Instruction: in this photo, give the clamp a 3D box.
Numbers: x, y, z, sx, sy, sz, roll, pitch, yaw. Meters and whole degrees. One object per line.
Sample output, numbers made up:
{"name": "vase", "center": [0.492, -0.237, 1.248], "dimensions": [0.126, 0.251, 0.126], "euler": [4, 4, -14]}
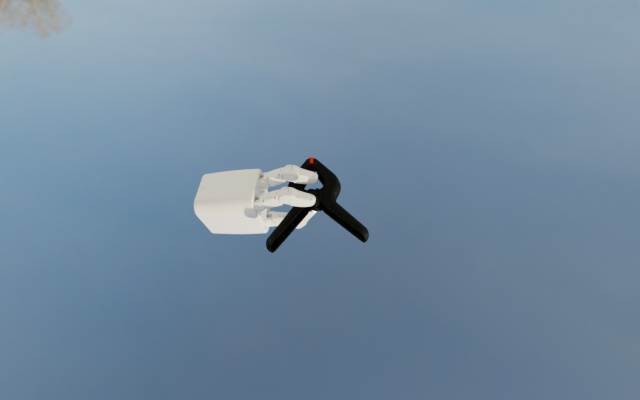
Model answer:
{"name": "clamp", "center": [0.000, 0.003, 0.821], "dimensions": [0.164, 0.209, 0.036], "euler": [-1, -44, 6]}
